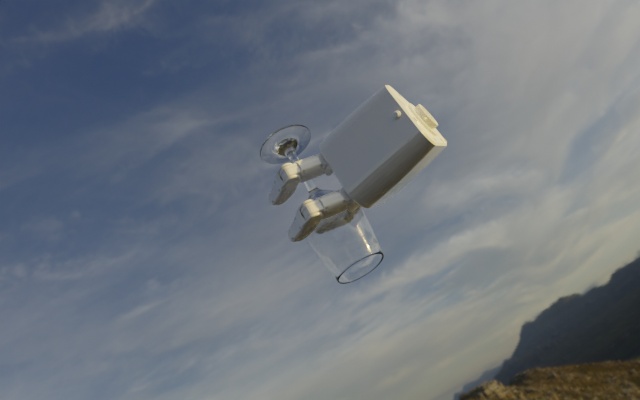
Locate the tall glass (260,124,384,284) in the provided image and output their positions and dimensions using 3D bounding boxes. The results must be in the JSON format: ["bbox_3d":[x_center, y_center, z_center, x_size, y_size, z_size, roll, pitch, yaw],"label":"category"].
[{"bbox_3d":[0.000,0.002,0.589,0.079,0.201,0.079,-24,-27,-13],"label":"tall glass"}]
